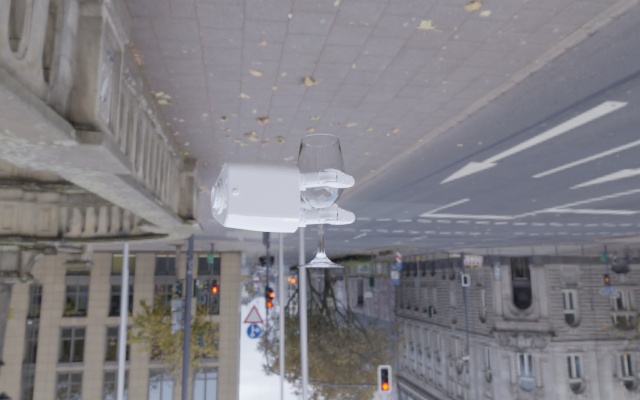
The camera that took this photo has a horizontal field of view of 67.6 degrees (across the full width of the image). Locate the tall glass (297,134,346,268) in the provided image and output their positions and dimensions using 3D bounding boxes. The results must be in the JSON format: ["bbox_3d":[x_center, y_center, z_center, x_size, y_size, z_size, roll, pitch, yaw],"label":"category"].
[{"bbox_3d":[0.000,0.003,0.737,0.079,0.201,0.079,0,-9,0],"label":"tall glass"}]
